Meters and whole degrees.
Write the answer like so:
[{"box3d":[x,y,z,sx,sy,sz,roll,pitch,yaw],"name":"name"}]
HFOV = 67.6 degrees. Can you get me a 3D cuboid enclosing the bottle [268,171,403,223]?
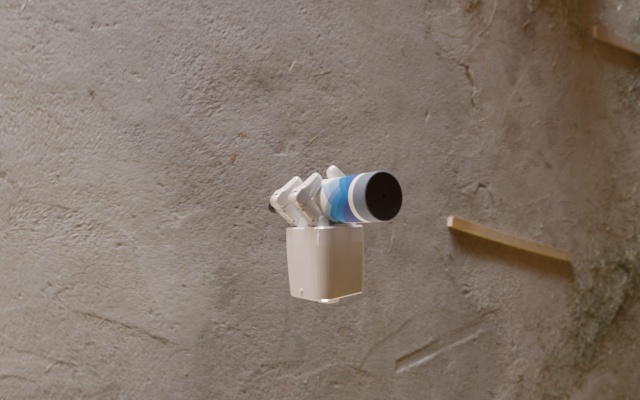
[{"box3d":[0.000,0.002,0.738,0.069,0.069,0.296,0,-3,-34],"name":"bottle"}]
